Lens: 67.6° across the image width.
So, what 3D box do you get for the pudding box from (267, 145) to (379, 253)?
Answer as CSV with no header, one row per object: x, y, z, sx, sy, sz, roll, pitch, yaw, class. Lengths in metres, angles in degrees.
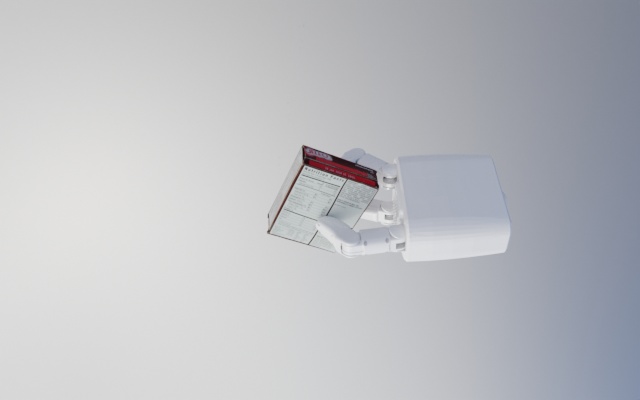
0.000,0.002,0.533,0.090,0.113,0.039,18,36,-16,pudding box
